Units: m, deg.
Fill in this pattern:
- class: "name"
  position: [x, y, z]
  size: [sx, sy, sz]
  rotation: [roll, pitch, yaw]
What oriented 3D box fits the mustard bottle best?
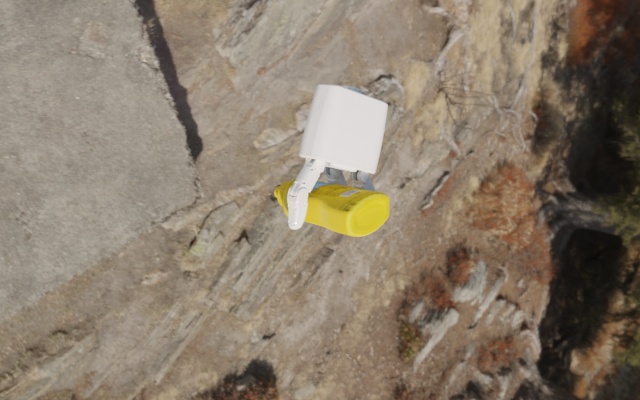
- class: "mustard bottle"
  position: [0.000, 0.003, 0.710]
  size: [0.191, 0.058, 0.096]
  rotation: [14, 27, 41]
